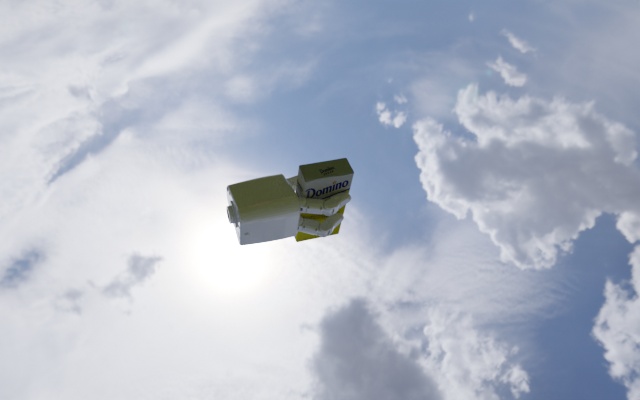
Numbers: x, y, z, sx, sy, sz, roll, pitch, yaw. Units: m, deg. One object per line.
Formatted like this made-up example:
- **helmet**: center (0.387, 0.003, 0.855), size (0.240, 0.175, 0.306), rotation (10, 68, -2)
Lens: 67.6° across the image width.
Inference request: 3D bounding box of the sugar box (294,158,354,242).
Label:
- **sugar box**: center (0.000, 0.003, 0.887), size (0.093, 0.048, 0.176), rotation (-11, -36, -18)
